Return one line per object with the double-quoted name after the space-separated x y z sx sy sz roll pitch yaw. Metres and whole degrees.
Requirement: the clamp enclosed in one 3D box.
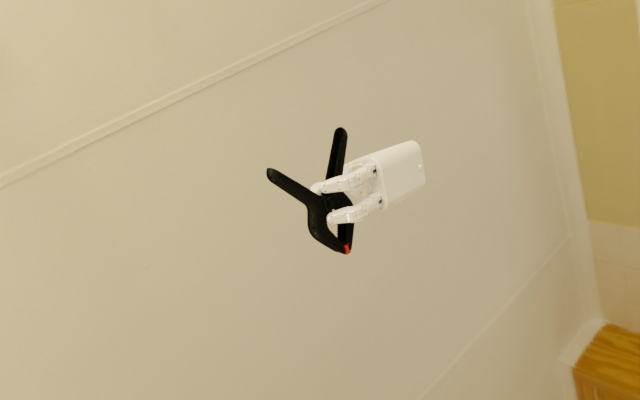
0.000 0.003 0.785 0.164 0.210 0.036 -26 22 -32 "clamp"
